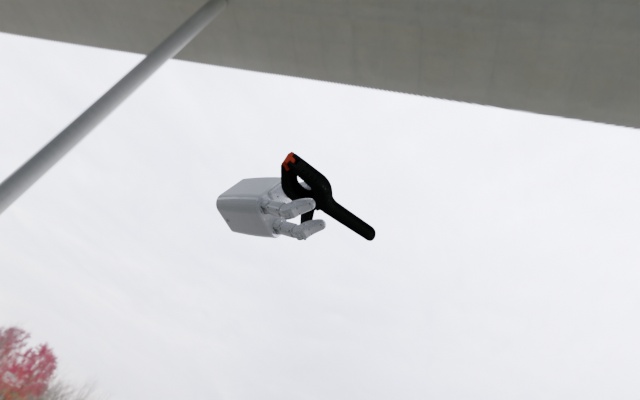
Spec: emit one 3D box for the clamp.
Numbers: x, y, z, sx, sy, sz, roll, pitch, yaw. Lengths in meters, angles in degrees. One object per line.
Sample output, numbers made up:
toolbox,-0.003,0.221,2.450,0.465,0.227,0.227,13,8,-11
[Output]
clamp,0.000,0.002,0.839,0.164,0.036,0.210,2,-44,31
